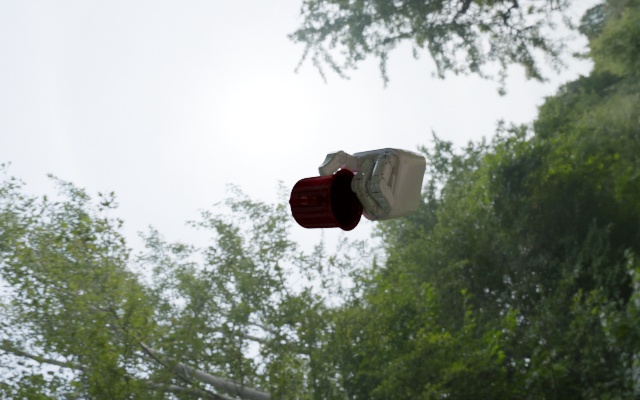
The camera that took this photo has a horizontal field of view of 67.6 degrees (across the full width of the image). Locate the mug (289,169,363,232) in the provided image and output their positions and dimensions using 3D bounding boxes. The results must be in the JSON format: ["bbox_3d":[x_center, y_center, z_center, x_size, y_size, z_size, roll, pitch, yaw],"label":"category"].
[{"bbox_3d":[-0.001,0.002,0.716,0.081,0.093,0.117,-5,-1,37],"label":"mug"}]
